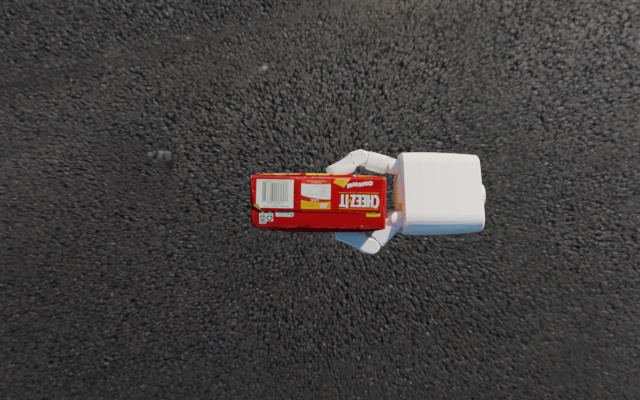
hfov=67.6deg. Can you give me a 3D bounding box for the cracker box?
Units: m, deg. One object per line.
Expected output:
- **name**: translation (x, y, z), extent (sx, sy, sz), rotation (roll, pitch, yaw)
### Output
- **cracker box**: translation (0.000, 0.002, 0.668), extent (0.164, 0.072, 0.213), rotation (1, 0, 2)
